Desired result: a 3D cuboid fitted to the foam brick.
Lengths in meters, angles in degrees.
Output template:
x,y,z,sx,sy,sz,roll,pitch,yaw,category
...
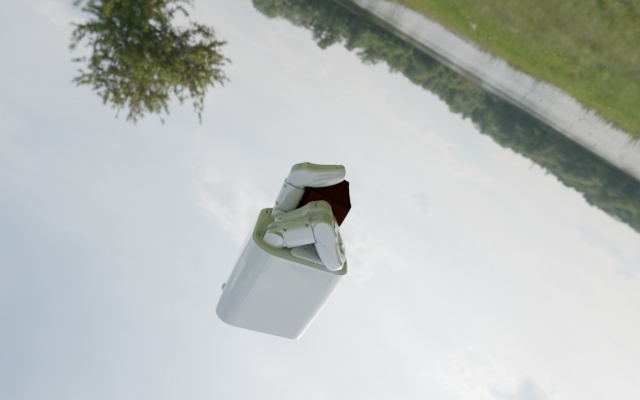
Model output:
x,y,z,sx,sy,sz,roll,pitch,yaw,category
0.000,0.002,0.547,0.053,0.051,0.078,27,21,-9,foam brick
